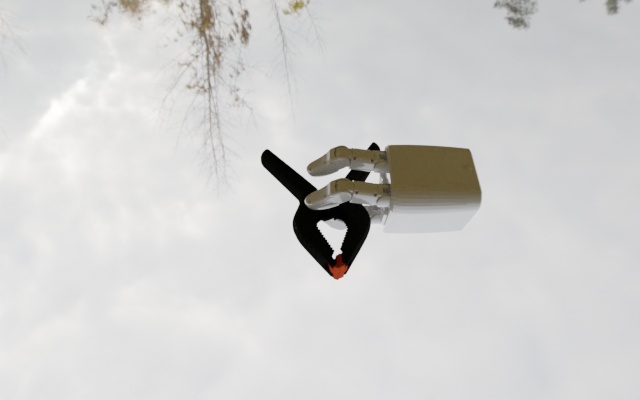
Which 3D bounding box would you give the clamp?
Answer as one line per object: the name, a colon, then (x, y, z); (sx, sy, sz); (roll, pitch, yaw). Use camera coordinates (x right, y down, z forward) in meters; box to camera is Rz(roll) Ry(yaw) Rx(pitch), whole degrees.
clamp: (0.000, 0.003, 0.602); (0.164, 0.209, 0.036); (0, -40, 1)
